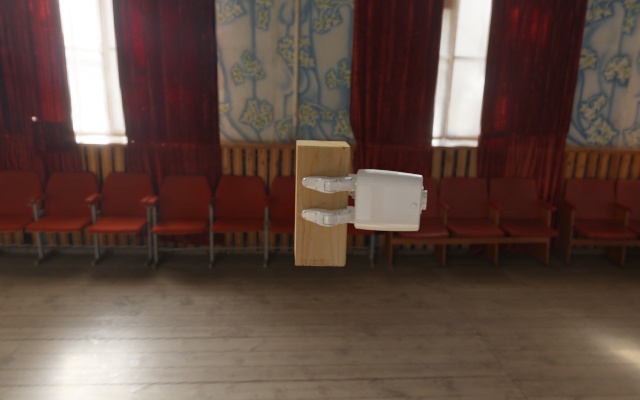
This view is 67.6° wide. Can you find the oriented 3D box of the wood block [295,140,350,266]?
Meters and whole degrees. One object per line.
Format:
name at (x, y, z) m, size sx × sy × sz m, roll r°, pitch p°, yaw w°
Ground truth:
wood block at (0.001, 0.003, 0.839) m, size 0.090 × 0.206 × 0.091 m, roll 1°, pitch 13°, yaw -3°
